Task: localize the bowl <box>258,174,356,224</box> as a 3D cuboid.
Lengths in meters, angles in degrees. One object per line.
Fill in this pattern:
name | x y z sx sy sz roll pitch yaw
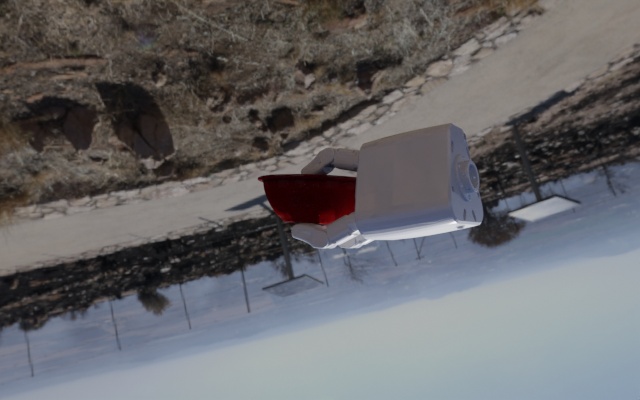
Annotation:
bowl | -0.001 0.002 0.604 0.162 0.055 0.162 3 -3 0
